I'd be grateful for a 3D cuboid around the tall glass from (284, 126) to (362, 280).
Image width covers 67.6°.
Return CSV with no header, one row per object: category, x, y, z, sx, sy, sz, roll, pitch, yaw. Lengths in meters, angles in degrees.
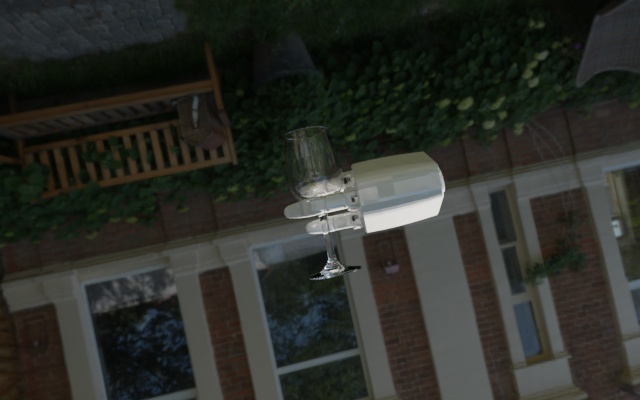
tall glass,0.000,0.003,0.658,0.079,0.201,0.079,-12,-2,0
